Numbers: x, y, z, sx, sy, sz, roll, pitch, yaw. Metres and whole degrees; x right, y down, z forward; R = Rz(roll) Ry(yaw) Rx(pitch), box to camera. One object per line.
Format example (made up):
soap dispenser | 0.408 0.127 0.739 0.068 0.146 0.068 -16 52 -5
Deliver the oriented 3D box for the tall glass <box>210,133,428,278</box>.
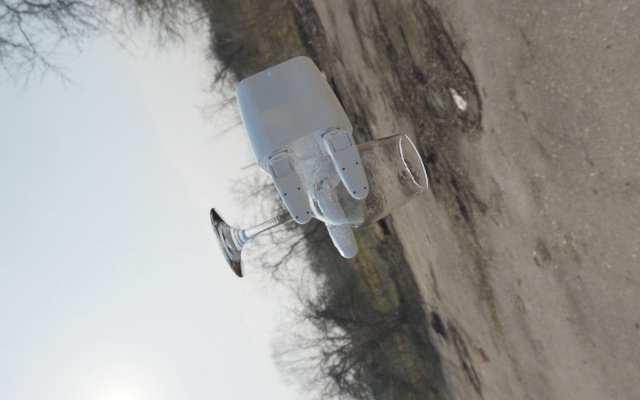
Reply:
tall glass | 0.000 0.002 0.466 0.201 0.079 0.079 -23 0 -1
